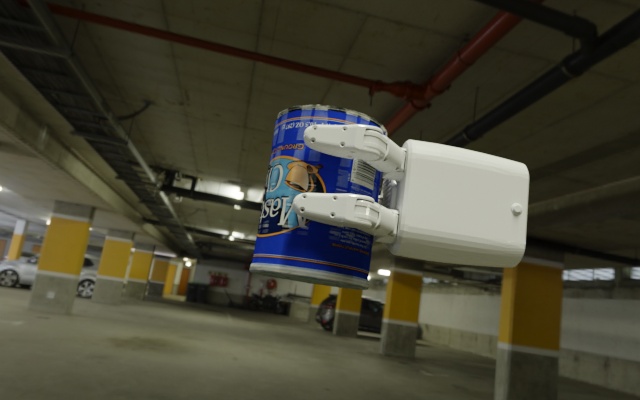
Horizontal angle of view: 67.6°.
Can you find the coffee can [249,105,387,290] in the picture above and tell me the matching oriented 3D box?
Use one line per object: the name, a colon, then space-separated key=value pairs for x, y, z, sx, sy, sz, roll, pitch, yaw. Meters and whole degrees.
coffee can: x=0.000 y=0.002 z=0.422 sx=0.103 sy=0.140 sz=0.103 roll=8 pitch=-12 yaw=2
